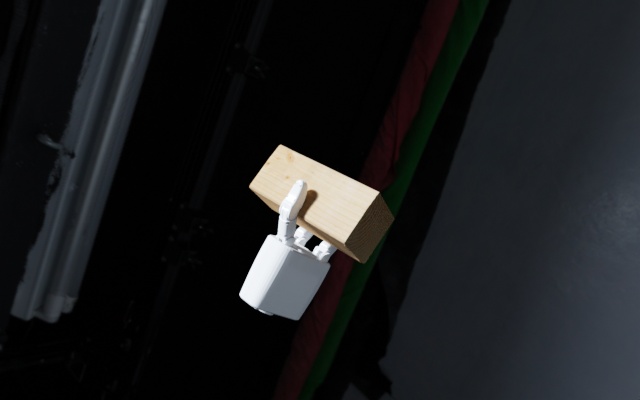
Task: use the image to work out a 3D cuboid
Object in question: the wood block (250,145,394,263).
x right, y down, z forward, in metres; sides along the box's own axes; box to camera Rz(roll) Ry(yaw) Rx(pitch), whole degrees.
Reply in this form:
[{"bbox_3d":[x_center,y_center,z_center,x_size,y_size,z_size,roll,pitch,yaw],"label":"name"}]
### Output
[{"bbox_3d":[0.000,0.003,0.755,0.206,0.090,0.091,28,-13,34],"label":"wood block"}]
